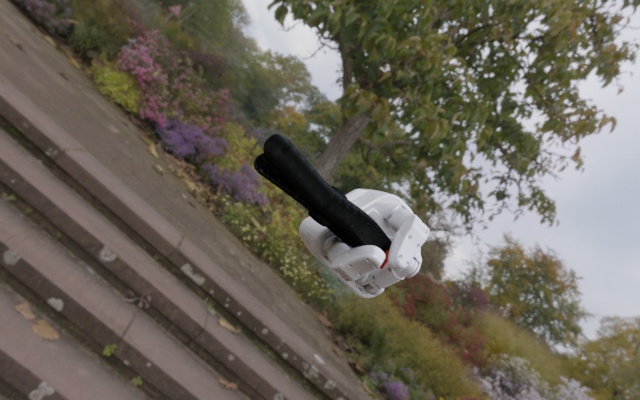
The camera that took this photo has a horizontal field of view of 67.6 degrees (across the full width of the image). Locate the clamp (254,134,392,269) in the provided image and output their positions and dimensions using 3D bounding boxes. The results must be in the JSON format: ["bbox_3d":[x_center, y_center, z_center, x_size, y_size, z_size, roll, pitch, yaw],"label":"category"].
[{"bbox_3d":[0.001,0.001,0.472,0.171,0.039,0.120,45,-5,-16],"label":"clamp"}]
